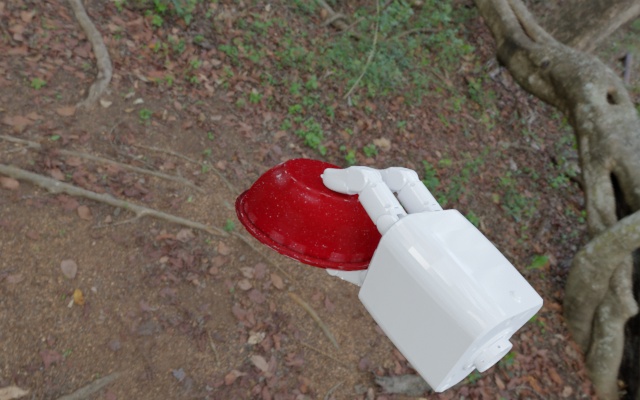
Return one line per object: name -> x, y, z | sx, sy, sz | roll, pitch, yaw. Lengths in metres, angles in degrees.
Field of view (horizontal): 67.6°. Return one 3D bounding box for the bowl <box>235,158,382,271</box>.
bowl -> -0.001, 0.001, 0.477 | 0.162, 0.055, 0.162 | 16, 23, -7
